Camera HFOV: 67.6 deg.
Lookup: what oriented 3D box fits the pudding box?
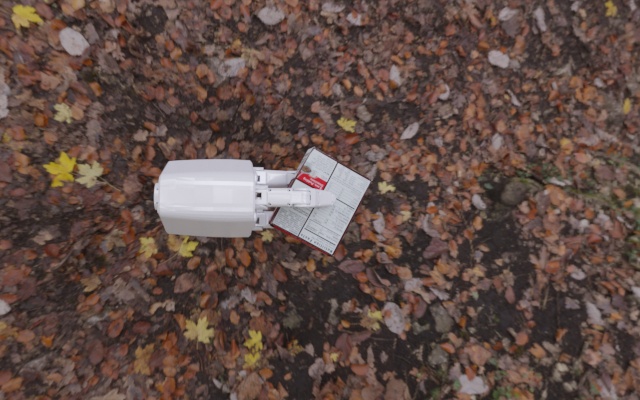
[{"bbox_3d":[0.000,0.002,0.601,0.090,0.113,0.039,29,-5,-9],"label":"pudding box"}]
